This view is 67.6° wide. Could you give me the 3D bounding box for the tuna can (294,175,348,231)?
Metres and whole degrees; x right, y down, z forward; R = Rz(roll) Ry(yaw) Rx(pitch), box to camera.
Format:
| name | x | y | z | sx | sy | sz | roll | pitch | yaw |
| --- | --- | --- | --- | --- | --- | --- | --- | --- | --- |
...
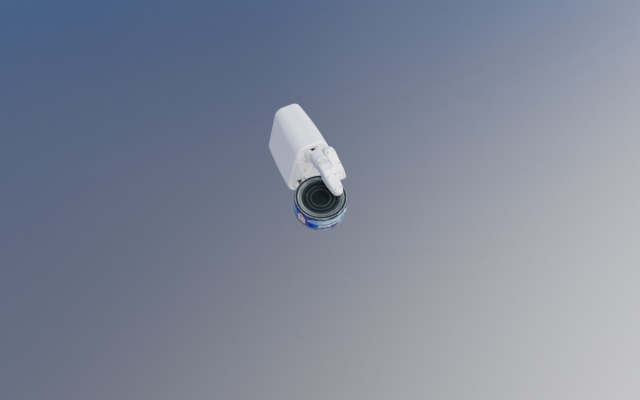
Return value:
| name | x | y | z | sx | sy | sz | roll | pitch | yaw |
| --- | --- | --- | --- | --- | --- | --- | --- | --- | --- |
| tuna can | 0.000 | 0.002 | 0.760 | 0.086 | 0.086 | 0.034 | 0 | -32 | -2 |
